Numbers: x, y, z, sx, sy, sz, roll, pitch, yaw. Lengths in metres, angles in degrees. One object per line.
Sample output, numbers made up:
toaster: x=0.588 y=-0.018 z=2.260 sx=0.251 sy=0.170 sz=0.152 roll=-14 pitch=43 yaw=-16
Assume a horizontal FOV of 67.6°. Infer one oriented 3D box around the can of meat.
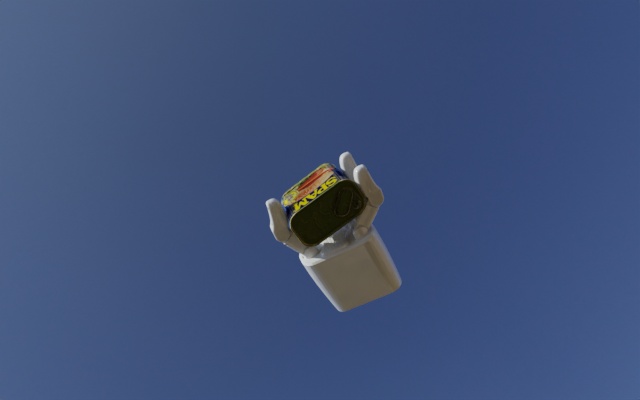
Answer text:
can of meat: x=0.000 y=0.002 z=0.647 sx=0.102 sy=0.057 sz=0.084 roll=-36 pitch=26 yaw=0
